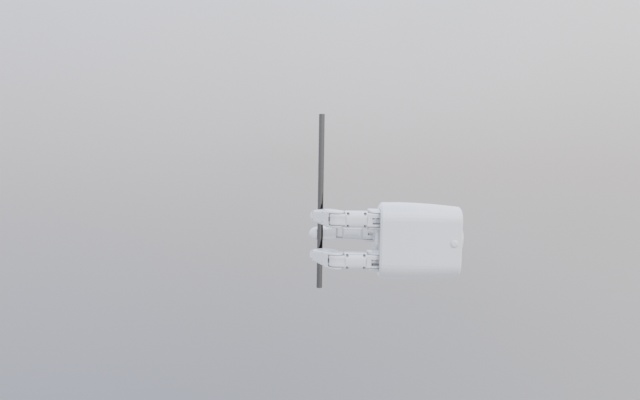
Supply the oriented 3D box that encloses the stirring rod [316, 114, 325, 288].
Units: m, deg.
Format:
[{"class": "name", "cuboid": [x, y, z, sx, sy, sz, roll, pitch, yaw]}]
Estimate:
[{"class": "stirring rod", "cuboid": [0.000, 0.002, 0.661, 0.011, 0.239, 0.011, 1, 5, 0]}]
